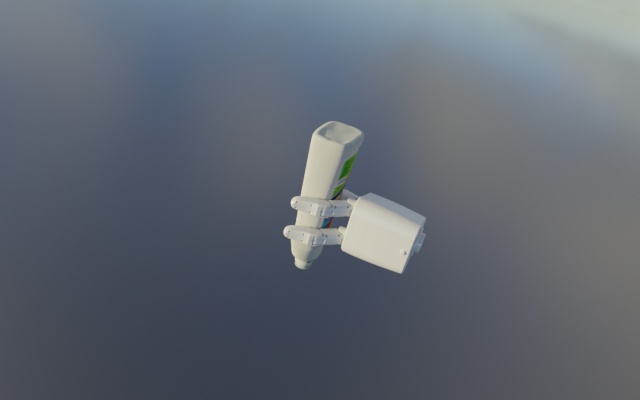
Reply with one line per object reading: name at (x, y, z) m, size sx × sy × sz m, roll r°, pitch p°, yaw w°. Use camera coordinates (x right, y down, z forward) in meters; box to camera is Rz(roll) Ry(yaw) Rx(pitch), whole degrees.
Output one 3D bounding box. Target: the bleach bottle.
bleach bottle at (0.000, 0.003, 0.790) m, size 0.068 × 0.251 × 0.102 m, roll 23°, pitch 30°, yaw 14°
